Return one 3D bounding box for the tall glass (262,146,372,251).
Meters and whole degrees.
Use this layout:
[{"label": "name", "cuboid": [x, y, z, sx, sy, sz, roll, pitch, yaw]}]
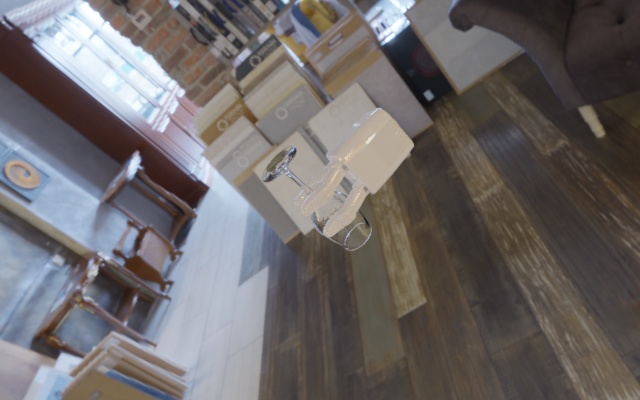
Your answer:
[{"label": "tall glass", "cuboid": [0.000, 0.002, 0.792, 0.201, 0.079, 0.079, 43, -23, -26]}]
